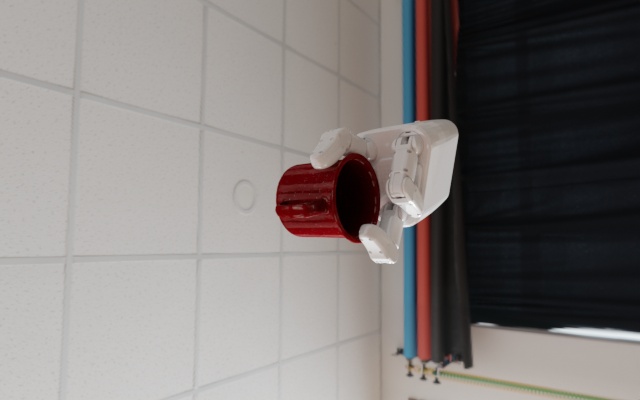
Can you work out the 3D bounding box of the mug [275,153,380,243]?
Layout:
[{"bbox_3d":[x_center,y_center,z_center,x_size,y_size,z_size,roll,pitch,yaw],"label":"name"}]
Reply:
[{"bbox_3d":[-0.001,0.002,0.503,0.081,0.093,0.117,-2,11,36],"label":"mug"}]
